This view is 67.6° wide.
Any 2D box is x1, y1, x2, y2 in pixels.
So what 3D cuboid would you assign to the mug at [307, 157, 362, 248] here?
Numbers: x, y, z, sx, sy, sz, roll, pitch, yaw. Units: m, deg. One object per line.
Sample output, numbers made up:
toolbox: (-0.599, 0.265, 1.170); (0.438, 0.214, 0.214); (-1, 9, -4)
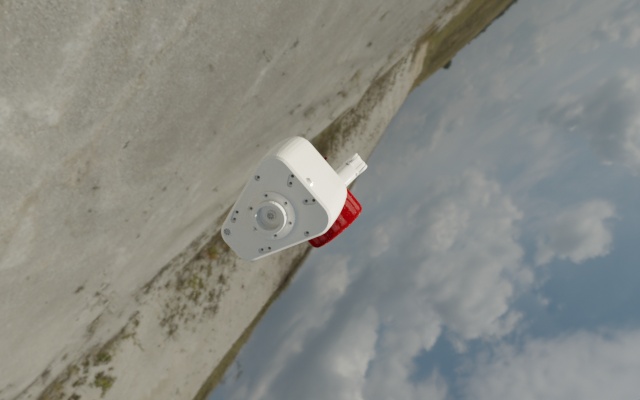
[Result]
mug: (0.000, 0.002, 0.617); (0.093, 0.081, 0.117); (-39, 5, 19)
